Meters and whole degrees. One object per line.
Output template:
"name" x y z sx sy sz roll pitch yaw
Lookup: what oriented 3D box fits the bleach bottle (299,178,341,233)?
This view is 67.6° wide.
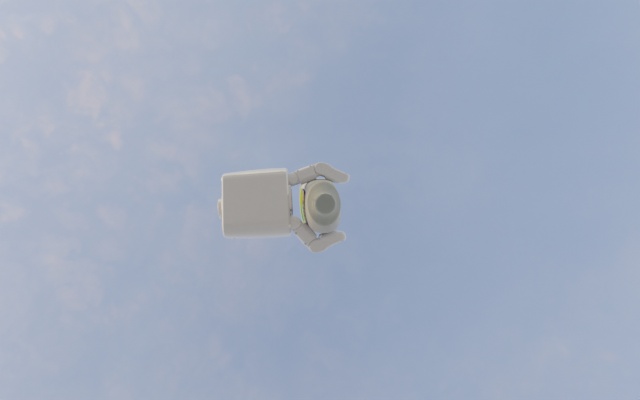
"bleach bottle" 0.000 0.003 0.790 0.068 0.102 0.251 -4 -3 -3
